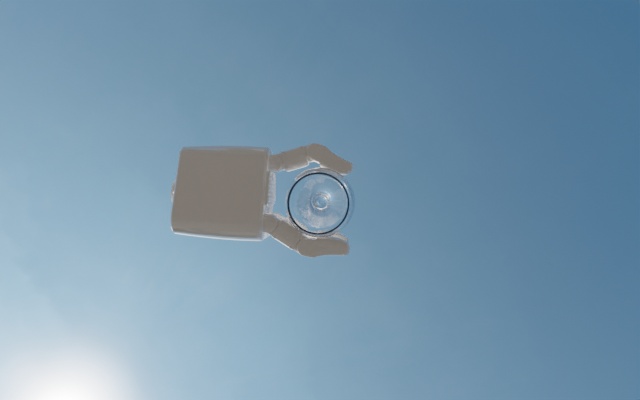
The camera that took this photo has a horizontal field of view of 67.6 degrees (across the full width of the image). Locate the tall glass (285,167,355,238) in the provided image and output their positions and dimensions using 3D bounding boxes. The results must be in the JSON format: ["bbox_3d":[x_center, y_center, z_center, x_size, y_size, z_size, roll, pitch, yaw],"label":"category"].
[{"bbox_3d":[0.000,0.002,0.568,0.079,0.079,0.201,0,1,1],"label":"tall glass"}]
